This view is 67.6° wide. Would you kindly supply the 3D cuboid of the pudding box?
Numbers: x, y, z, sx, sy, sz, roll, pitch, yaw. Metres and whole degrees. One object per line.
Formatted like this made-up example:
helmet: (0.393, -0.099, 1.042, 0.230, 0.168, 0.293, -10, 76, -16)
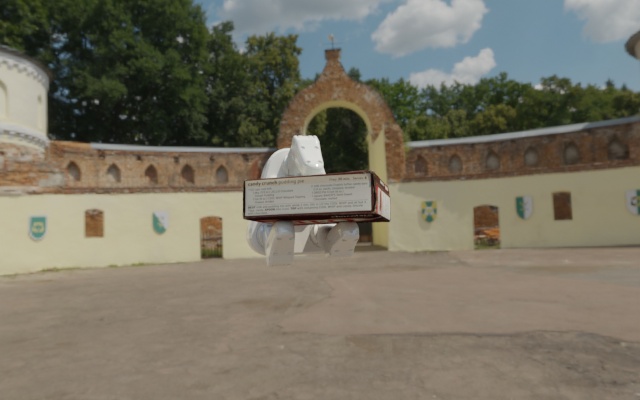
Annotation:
pudding box: (0.000, 0.001, 0.419, 0.113, 0.039, 0.090, -5, -7, 15)
